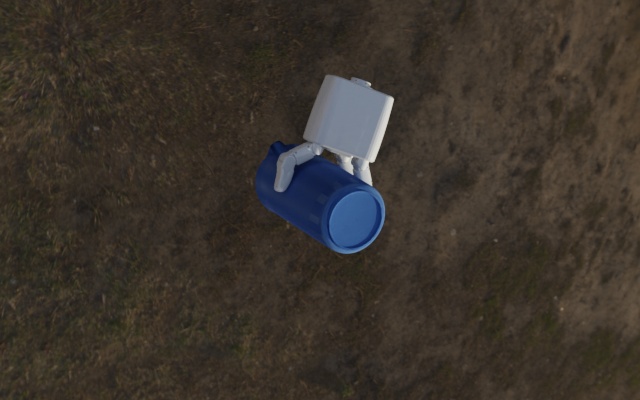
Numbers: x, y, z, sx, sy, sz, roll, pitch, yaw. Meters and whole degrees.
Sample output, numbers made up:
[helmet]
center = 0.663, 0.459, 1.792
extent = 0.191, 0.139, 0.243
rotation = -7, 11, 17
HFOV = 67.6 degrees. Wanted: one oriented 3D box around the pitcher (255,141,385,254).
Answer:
[pitcher]
center = 0.000, 0.002, 0.778
extent = 0.149, 0.145, 0.242
rotation = 15, 9, -31
